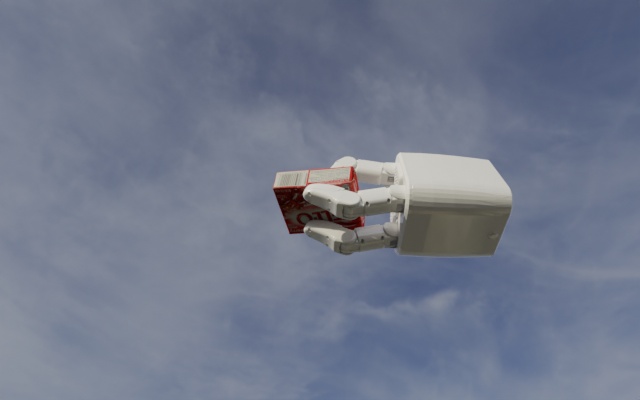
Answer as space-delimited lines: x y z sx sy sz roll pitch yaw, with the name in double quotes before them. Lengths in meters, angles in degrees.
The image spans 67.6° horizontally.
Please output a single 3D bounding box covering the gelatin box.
"gelatin box" 0.000 0.001 0.526 0.089 0.073 0.030 -4 43 14
